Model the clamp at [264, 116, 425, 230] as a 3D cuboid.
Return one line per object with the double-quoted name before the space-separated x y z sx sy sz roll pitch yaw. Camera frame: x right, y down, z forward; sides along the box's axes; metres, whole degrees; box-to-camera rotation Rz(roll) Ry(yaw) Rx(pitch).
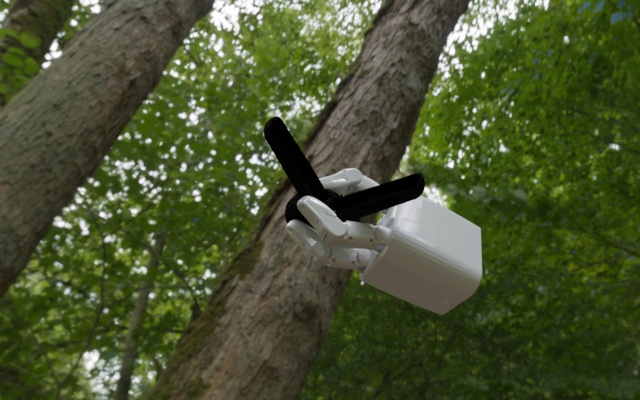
"clamp" 0.000 0.002 0.529 0.164 0.036 0.210 27 -35 0
